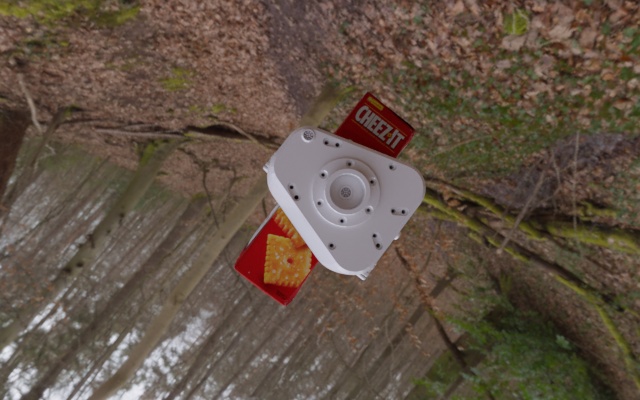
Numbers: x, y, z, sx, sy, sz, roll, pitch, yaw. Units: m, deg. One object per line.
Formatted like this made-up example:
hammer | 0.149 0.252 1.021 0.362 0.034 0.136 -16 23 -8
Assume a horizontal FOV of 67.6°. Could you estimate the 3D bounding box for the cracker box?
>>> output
cracker box | 0.000 0.002 0.530 0.072 0.213 0.164 38 -5 -3
